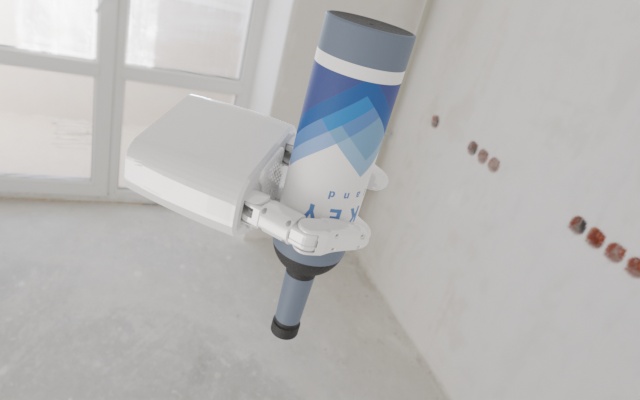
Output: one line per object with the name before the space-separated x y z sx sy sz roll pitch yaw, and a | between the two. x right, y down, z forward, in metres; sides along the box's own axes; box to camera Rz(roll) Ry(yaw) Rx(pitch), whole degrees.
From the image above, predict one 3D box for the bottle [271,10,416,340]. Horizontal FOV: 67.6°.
bottle | 0.000 0.001 0.403 0.069 0.296 0.069 13 27 -7
